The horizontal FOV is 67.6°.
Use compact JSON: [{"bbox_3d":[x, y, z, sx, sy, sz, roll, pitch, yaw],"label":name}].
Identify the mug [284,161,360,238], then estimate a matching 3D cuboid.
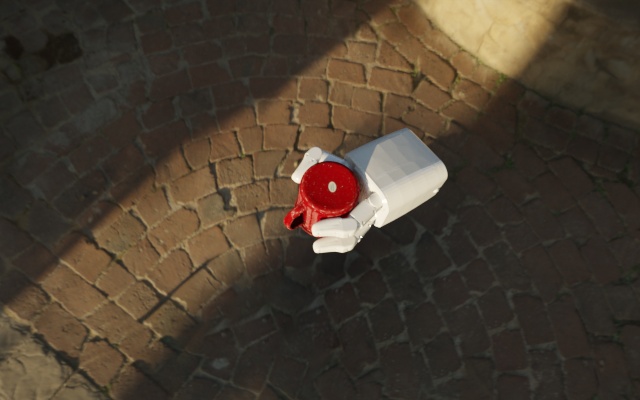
[{"bbox_3d":[-0.001,0.003,0.667,0.117,0.093,0.081,-28,-19,-15],"label":"mug"}]
